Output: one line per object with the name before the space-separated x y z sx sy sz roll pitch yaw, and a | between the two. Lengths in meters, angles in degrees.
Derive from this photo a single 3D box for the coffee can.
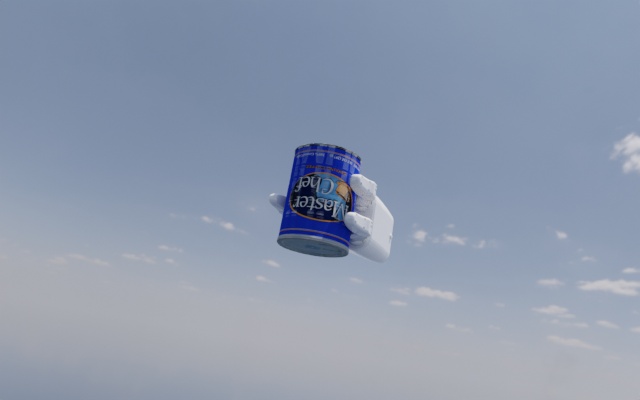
coffee can | 0.000 0.002 0.691 0.103 0.140 0.103 9 -17 3
